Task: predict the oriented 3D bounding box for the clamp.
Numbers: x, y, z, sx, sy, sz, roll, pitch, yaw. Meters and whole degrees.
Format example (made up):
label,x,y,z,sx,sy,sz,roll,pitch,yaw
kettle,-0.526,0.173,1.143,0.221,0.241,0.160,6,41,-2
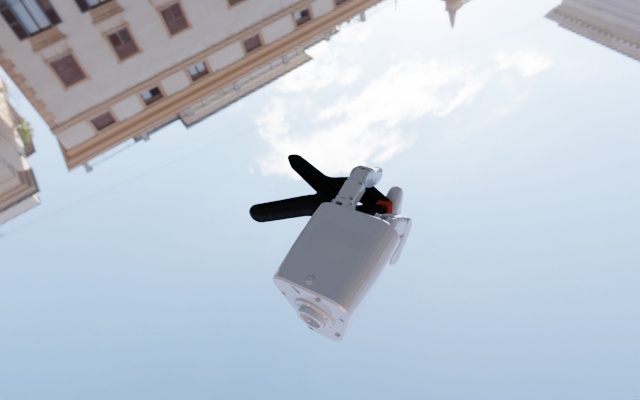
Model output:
label,x,y,z,sx,sy,sz,roll,pitch,yaw
clamp,0.000,0.002,0.588,0.171,0.120,0.039,19,-34,28
